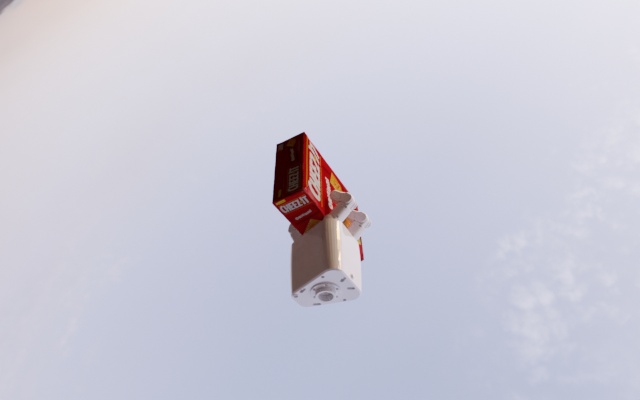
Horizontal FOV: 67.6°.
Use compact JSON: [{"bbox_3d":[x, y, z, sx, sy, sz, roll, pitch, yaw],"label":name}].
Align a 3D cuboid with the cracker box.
[{"bbox_3d":[0.000,0.003,0.888,0.072,0.164,0.214,-24,-50,19],"label":"cracker box"}]
